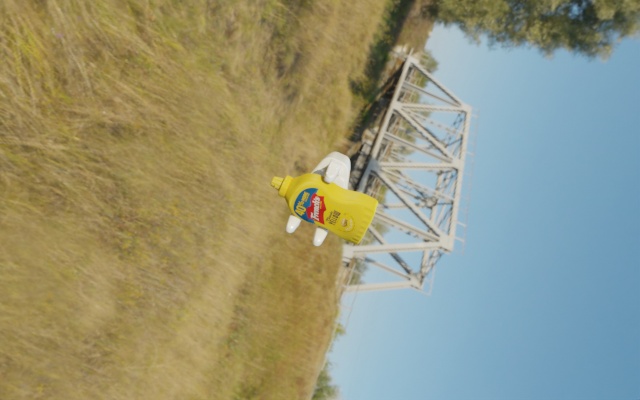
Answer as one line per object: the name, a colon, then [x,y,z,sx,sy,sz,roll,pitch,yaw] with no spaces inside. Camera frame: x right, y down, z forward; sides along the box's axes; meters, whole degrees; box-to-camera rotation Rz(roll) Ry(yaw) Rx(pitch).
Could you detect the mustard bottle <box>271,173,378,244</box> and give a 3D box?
mustard bottle: [0.000,0.003,0.864,0.191,0.096,0.058,24,40,1]
